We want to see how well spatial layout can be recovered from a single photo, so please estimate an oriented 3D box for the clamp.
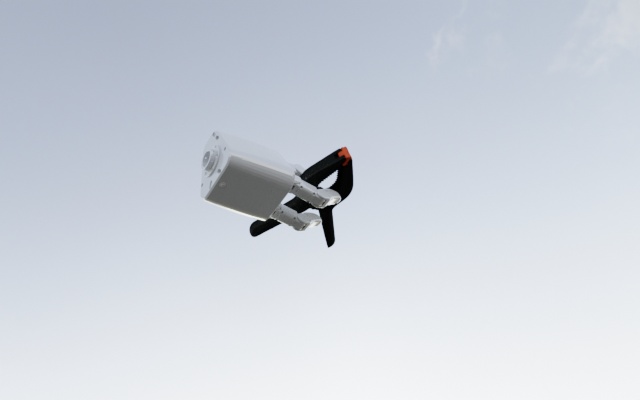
[{"bbox_3d":[0.000,0.002,0.790,0.164,0.210,0.036,17,35,-35],"label":"clamp"}]
